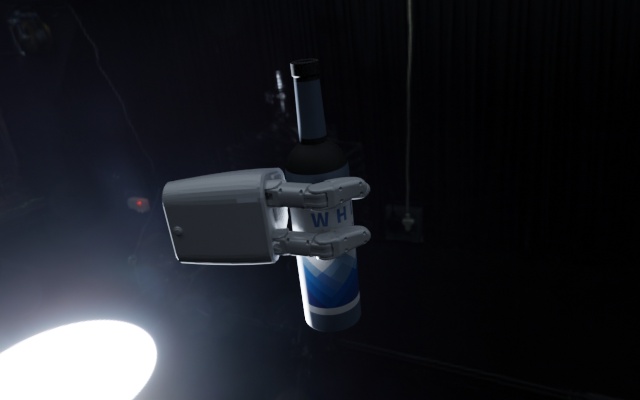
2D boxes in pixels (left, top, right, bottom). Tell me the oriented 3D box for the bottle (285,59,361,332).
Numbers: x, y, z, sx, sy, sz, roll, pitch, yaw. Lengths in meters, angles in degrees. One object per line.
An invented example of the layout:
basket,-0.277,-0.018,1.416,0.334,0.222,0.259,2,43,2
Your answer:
bottle,0.000,0.002,0.512,0.069,0.296,0.069,-5,23,2
